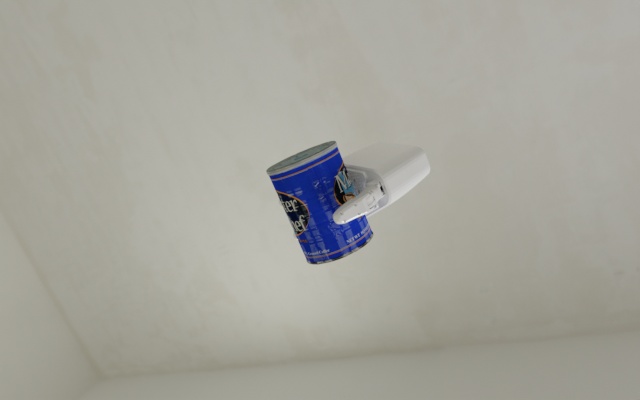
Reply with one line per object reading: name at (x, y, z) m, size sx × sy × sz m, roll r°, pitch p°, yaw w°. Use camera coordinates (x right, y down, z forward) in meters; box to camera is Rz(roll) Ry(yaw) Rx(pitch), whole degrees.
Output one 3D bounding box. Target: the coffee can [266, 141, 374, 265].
coffee can at (0.000, 0.002, 0.657) m, size 0.103 × 0.140 × 0.102 m, roll -22°, pitch 12°, yaw 5°
